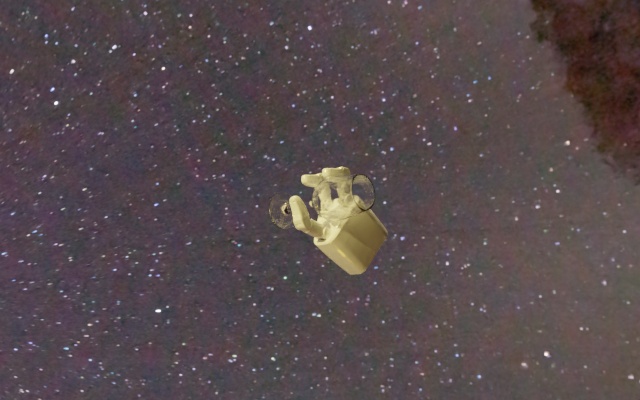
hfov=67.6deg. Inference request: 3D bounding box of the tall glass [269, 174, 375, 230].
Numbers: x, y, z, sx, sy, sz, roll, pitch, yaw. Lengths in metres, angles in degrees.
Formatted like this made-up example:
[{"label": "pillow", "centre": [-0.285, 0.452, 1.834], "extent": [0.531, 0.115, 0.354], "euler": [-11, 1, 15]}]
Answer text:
[{"label": "tall glass", "centre": [0.000, 0.003, 0.849], "extent": [0.201, 0.079, 0.079], "euler": [-13, -9, 44]}]
